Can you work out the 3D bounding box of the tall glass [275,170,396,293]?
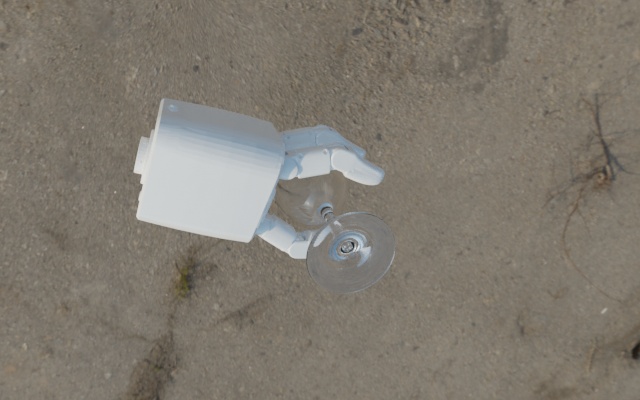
[{"bbox_3d":[0.000,0.002,0.464,0.079,0.079,0.201,0,25,-16],"label":"tall glass"}]
